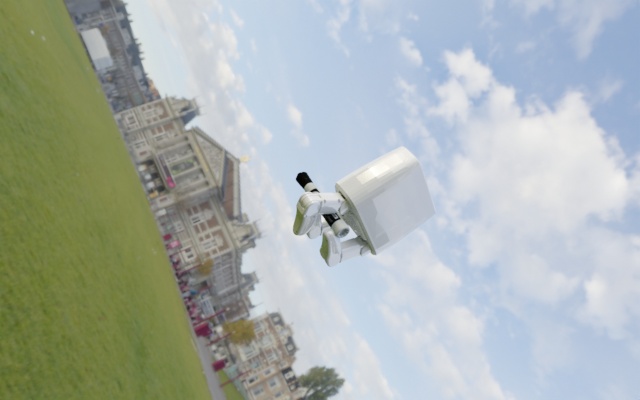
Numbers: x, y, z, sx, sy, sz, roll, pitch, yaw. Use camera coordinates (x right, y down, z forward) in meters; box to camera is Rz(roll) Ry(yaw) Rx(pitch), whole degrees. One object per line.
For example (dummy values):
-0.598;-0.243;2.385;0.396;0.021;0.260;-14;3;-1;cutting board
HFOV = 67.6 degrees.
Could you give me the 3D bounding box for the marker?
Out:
0.000;0.002;0.626;0.020;0.020;0.121;0;39;-38;marker
